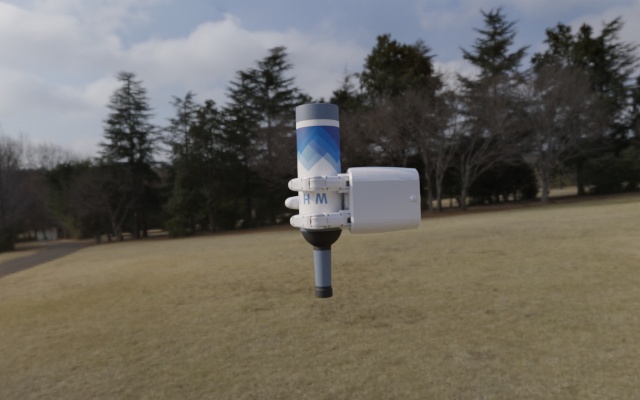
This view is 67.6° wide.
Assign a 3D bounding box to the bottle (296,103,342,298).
[{"bbox_3d":[0.000,0.002,0.743,0.069,0.295,0.069,-2,0,0],"label":"bottle"}]
